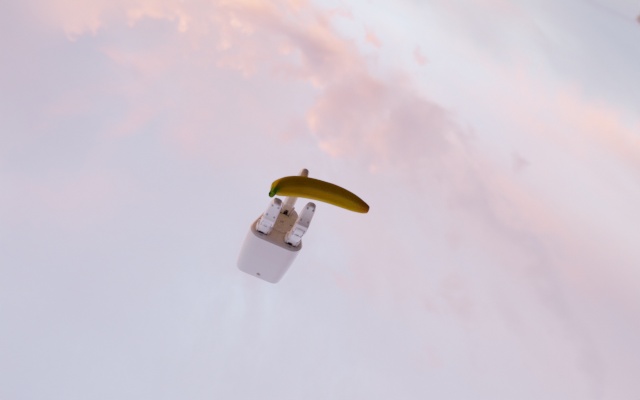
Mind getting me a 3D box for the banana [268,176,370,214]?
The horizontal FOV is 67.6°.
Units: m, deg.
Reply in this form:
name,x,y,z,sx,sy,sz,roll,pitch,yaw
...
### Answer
name,x,y,z,sx,sy,sz,roll,pitch,yaw
banana,-0.008,-0.011,0.827,0.198,0.037,0.069,8,40,-28
